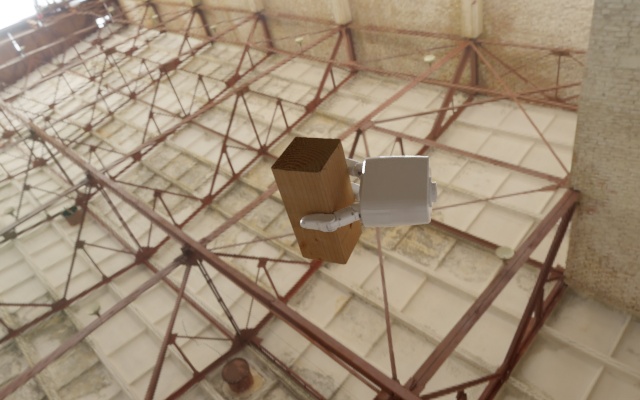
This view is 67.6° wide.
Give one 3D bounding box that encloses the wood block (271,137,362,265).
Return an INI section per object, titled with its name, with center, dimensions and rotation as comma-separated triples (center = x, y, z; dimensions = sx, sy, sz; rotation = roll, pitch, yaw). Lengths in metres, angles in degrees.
[wood block]
center = 0.000, 0.003, 0.816
dimensions = 0.090, 0.206, 0.090
rotation = 7, 44, 27
